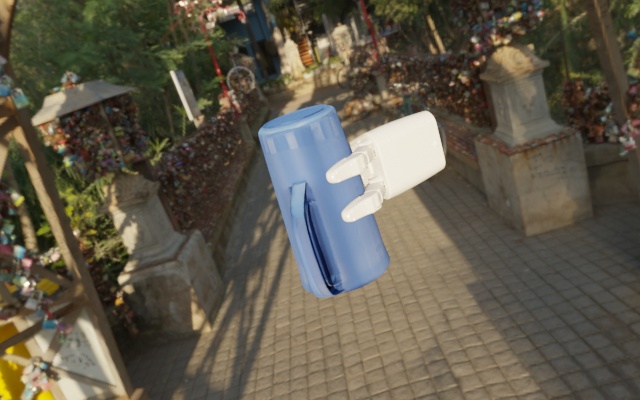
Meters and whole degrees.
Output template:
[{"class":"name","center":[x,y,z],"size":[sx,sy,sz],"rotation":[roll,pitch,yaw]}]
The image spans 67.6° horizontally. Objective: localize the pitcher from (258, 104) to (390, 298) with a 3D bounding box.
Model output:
[{"class":"pitcher","center":[0.000,0.002,0.653],"size":[0.145,0.243,0.149],"rotation":[-25,19,-20]}]
